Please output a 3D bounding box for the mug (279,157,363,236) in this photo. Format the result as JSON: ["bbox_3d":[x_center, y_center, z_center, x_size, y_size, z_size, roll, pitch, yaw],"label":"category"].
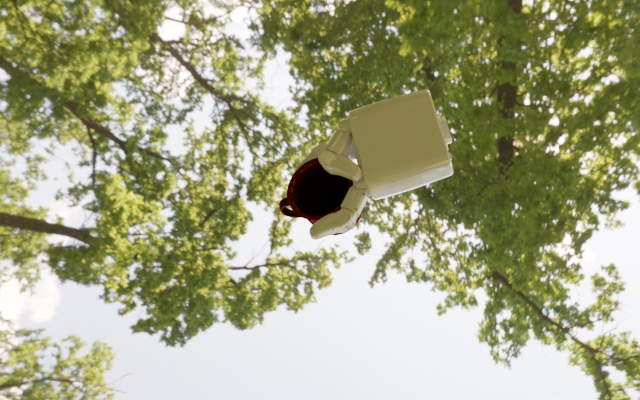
[{"bbox_3d":[-0.001,0.003,0.668,0.117,0.093,0.081,-16,-29,13],"label":"mug"}]
